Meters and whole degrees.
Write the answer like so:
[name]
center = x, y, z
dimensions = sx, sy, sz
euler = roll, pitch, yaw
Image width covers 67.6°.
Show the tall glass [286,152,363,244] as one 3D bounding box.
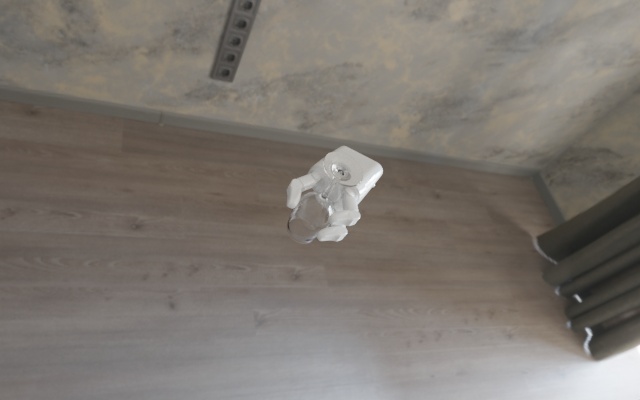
[tall glass]
center = 0.000, 0.002, 0.874
dimensions = 0.079, 0.079, 0.201
euler = 0, -35, -29
